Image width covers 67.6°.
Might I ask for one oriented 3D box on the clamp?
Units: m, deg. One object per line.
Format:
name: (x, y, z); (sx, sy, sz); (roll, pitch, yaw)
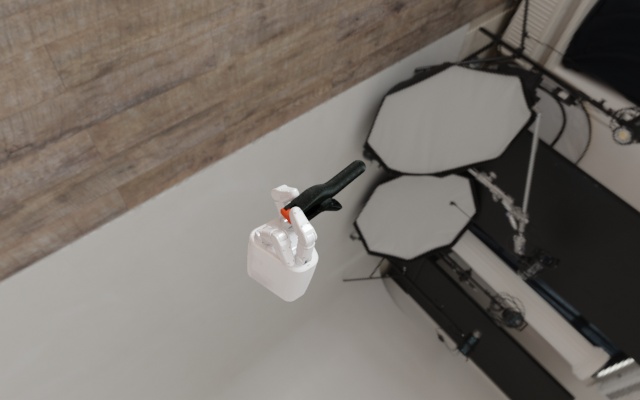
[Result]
clamp: (0.000, 0.003, 0.803); (0.171, 0.120, 0.039); (-28, 61, -33)
